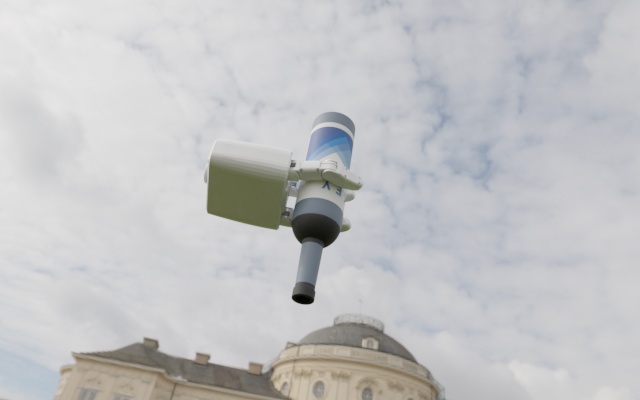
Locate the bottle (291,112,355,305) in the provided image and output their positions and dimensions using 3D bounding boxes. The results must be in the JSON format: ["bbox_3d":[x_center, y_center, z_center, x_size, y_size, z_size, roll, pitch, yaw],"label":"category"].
[{"bbox_3d":[0.000,0.002,0.651,0.069,0.295,0.069,7,-37,5],"label":"bottle"}]
